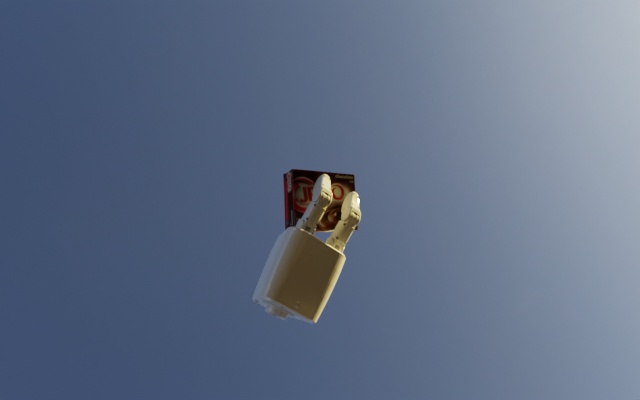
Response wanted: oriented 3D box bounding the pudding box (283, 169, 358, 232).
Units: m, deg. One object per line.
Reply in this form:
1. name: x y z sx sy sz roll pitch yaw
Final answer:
1. pudding box: 0.000 0.002 0.729 0.113 0.090 0.039 3 -11 -32
